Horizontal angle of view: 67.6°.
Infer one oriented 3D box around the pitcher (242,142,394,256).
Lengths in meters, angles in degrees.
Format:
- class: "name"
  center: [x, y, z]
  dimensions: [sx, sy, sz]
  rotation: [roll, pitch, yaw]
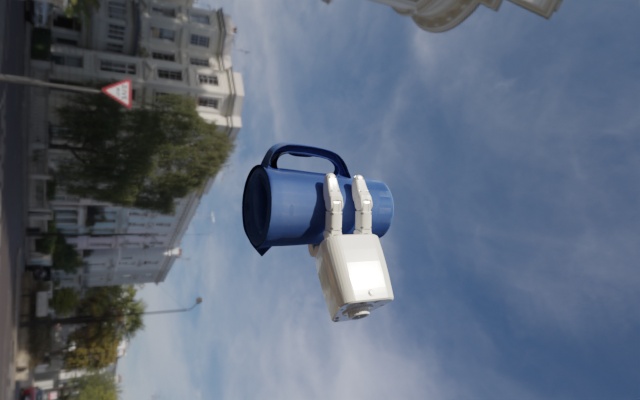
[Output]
- class: "pitcher"
  center: [0.000, 0.003, 0.803]
  dimensions: [0.243, 0.145, 0.149]
  rotation: [1, -31, -28]
